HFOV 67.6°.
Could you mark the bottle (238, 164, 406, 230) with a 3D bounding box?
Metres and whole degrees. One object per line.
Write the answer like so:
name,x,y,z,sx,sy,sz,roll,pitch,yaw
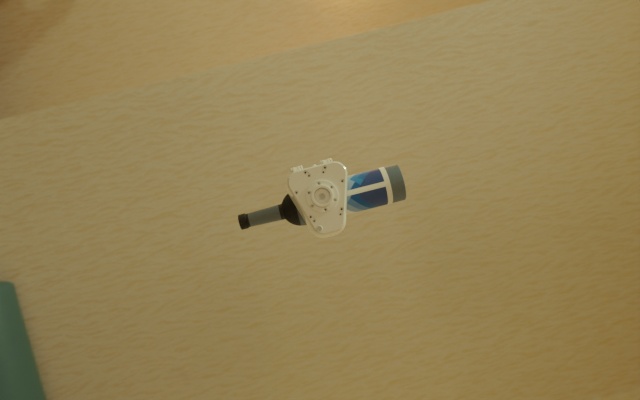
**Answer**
bottle,0.000,0.003,0.848,0.296,0.069,0.069,-14,0,-2
